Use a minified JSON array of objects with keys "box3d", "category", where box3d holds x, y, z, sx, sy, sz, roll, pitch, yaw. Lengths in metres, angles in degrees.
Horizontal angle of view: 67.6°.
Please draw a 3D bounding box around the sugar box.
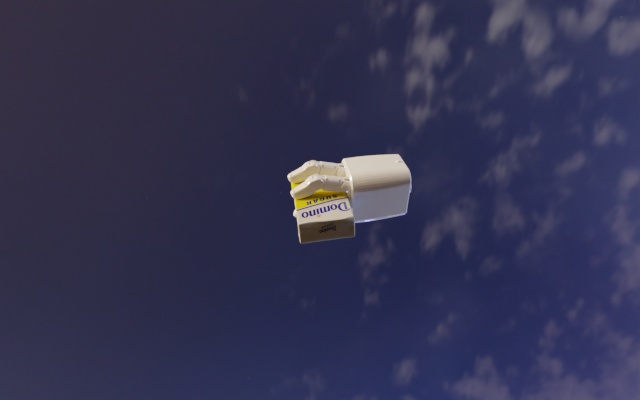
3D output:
[{"box3d":[0.000,0.002,0.837,0.093,0.048,0.176,-7,30,-4],"category":"sugar box"}]
